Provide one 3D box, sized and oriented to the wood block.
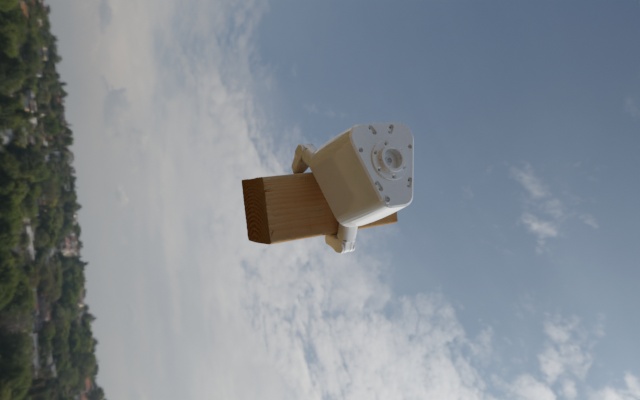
[{"bbox_3d":[0.000,0.003,0.699,0.206,0.091,0.090,-7,3,-28],"label":"wood block"}]
